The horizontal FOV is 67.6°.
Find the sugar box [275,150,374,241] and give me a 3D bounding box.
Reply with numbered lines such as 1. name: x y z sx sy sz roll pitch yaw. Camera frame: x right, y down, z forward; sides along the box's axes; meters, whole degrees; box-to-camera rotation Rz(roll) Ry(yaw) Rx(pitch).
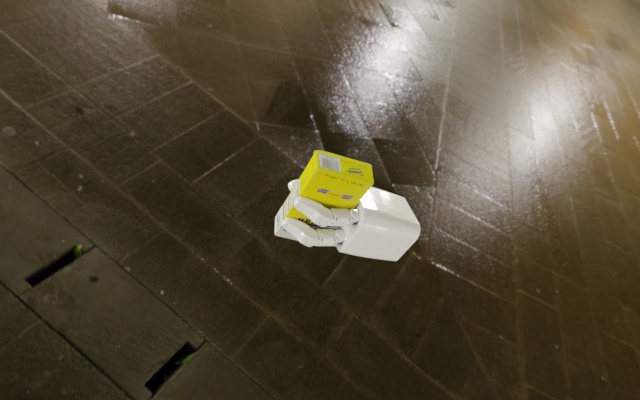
1. sugar box: 0.000 0.003 0.745 0.093 0.048 0.176 14 -44 -19
